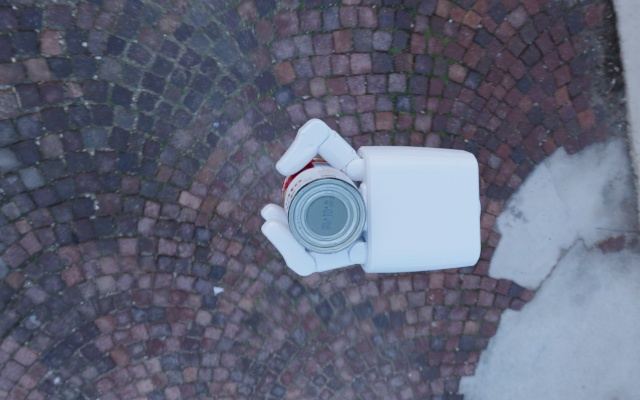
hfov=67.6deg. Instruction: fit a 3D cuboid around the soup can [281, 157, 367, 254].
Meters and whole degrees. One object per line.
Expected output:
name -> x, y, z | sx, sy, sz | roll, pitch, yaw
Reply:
soup can -> 0.000, 0.001, 0.439 | 0.068, 0.068, 0.102 | 0, 15, -7
